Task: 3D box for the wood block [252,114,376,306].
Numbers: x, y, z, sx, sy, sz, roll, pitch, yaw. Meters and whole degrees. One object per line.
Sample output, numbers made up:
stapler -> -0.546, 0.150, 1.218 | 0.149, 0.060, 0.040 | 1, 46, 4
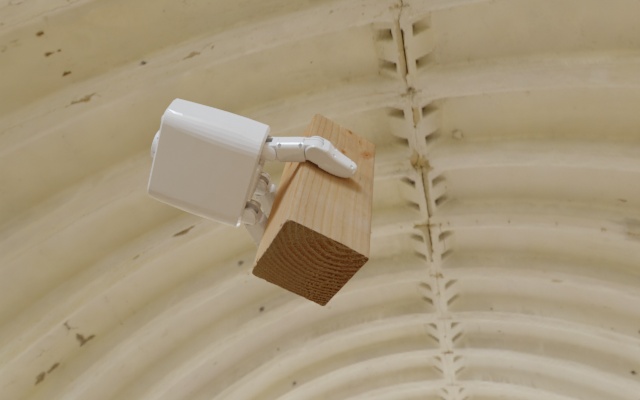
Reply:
wood block -> 0.000, 0.001, 0.546 | 0.090, 0.091, 0.206 | 27, 37, -13
